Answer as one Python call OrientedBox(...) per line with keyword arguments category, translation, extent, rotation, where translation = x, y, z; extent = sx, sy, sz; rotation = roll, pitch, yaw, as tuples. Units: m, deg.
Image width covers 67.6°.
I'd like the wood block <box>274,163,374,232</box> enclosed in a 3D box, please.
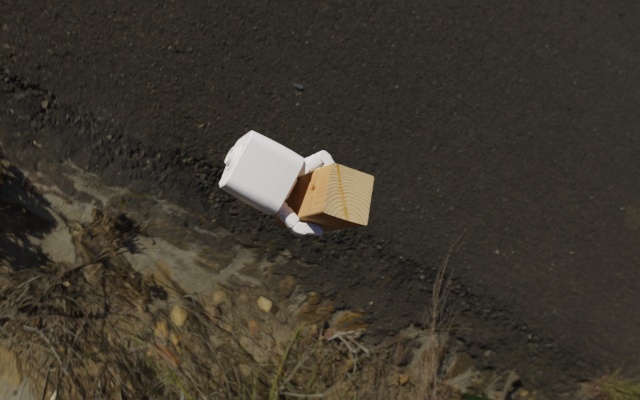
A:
OrientedBox(category="wood block", translation=(0.000, 0.003, 0.890), extent=(0.090, 0.090, 0.206), rotation=(17, -15, -25))
